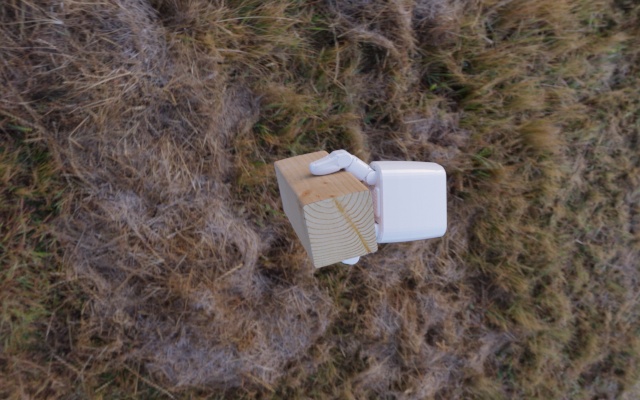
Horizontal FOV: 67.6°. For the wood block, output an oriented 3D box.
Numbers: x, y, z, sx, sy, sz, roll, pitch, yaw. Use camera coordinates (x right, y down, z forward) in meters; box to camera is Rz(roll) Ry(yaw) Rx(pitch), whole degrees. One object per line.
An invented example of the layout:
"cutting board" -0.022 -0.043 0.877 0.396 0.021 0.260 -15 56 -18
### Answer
"wood block" 0.000 0.002 0.693 0.090 0.091 0.206 -14 22 -11
